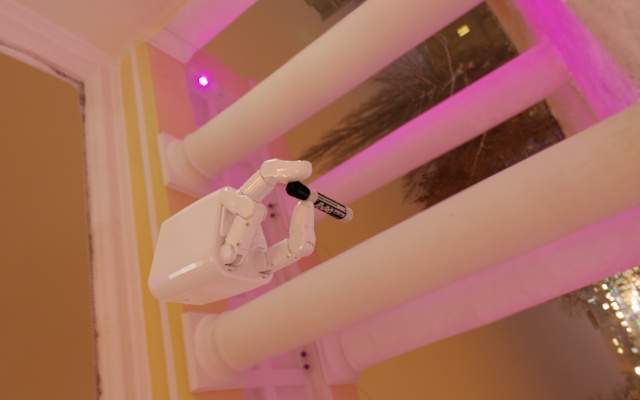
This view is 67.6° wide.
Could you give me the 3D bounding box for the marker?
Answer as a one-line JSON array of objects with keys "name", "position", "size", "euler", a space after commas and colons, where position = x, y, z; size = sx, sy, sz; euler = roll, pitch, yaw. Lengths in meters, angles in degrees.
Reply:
[{"name": "marker", "position": [0.000, 0.002, 0.550], "size": [0.020, 0.020, 0.121], "euler": [0, -16, 34]}]
